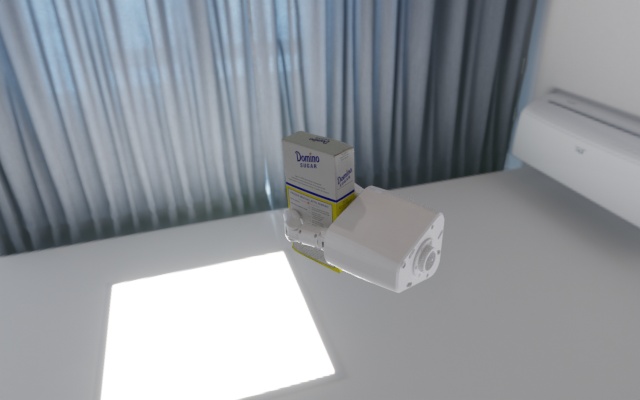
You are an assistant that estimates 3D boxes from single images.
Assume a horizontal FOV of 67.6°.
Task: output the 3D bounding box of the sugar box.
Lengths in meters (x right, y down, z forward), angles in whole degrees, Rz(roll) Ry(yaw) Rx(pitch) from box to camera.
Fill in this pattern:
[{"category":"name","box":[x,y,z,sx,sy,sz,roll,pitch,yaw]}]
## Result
[{"category":"sugar box","box":[0.001,0.002,0.640,0.093,0.176,0.048,22,36,36]}]
